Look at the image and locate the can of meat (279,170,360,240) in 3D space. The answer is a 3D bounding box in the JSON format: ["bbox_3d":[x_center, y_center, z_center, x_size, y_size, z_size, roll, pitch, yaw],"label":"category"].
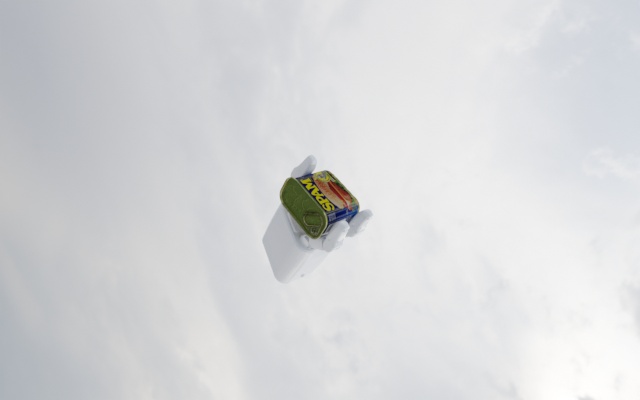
[{"bbox_3d":[0.000,0.002,0.753,0.084,0.102,0.057,-18,-31,-43],"label":"can of meat"}]
